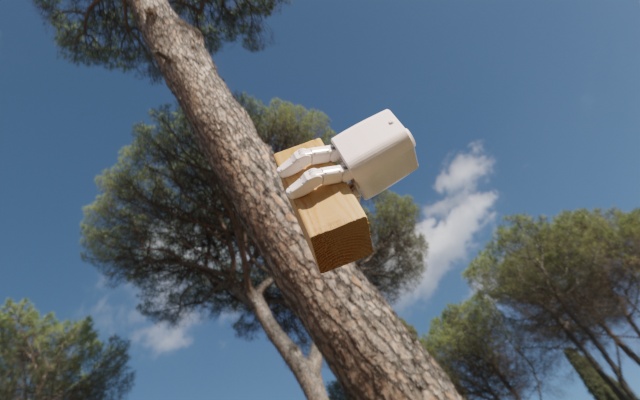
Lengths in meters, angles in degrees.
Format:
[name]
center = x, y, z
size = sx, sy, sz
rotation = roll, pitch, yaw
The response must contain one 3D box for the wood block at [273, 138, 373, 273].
[wood block]
center = 0.001, 0.003, 0.773
size = 0.090, 0.091, 0.206
rotation = -21, 45, -6
